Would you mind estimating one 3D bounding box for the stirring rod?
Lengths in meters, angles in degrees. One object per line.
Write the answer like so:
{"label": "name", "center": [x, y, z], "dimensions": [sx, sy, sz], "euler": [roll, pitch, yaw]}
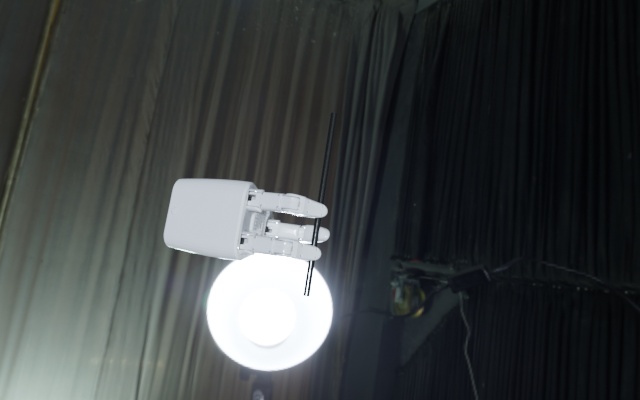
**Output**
{"label": "stirring rod", "center": [0.000, 0.002, 0.615], "dimensions": [0.011, 0.239, 0.011], "euler": [8, -9, 1]}
